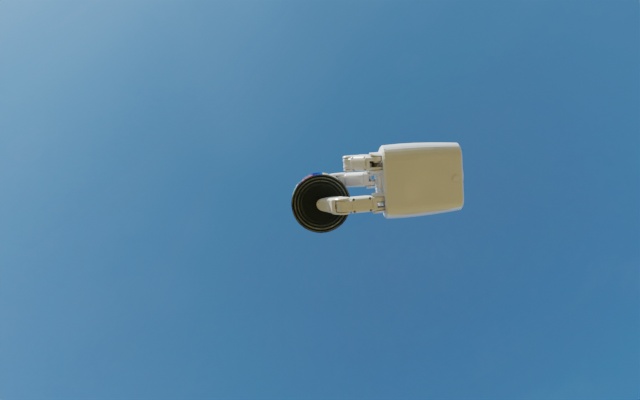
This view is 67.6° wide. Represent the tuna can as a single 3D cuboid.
[{"bbox_3d":[0.000,0.002,0.700,0.086,0.086,0.033,0,10,-3],"label":"tuna can"}]
